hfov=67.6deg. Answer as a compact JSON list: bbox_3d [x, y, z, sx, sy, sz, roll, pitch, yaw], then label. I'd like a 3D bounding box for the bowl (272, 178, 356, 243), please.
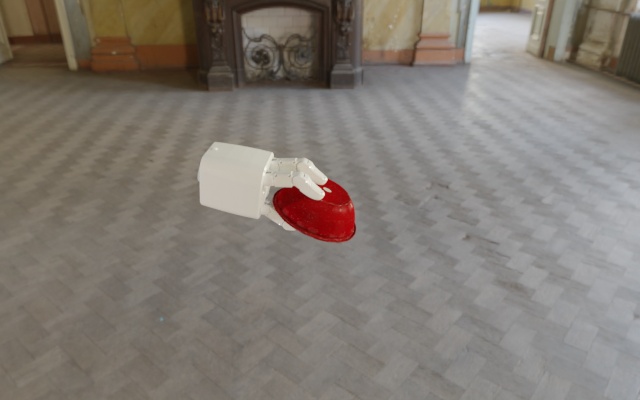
[{"bbox_3d":[0.002,0.003,0.842,0.162,0.055,0.162,21,27,-11],"label":"bowl"}]
